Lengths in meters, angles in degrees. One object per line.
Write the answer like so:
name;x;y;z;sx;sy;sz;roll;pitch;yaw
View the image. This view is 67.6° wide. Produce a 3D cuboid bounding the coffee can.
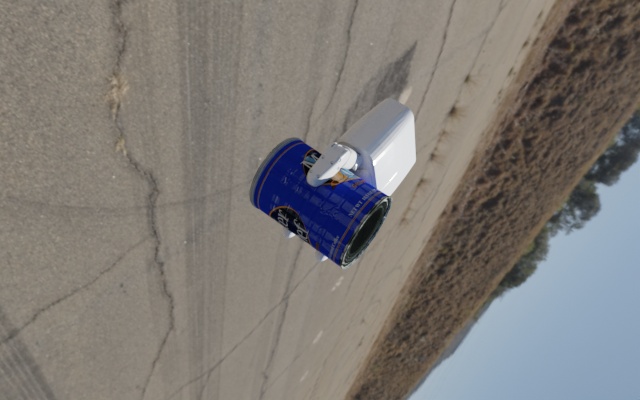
coffee can;0.000;0.002;0.579;0.140;0.103;0.103;34;12;18
